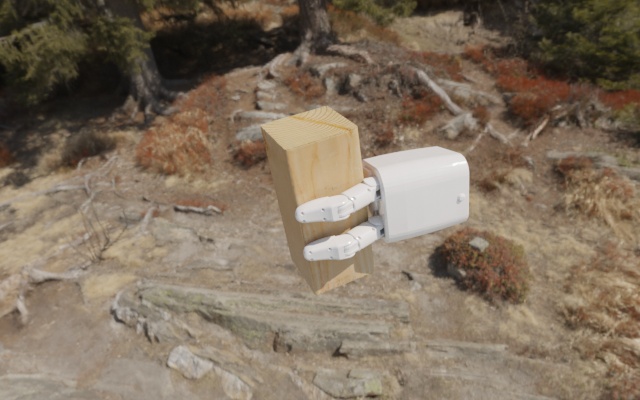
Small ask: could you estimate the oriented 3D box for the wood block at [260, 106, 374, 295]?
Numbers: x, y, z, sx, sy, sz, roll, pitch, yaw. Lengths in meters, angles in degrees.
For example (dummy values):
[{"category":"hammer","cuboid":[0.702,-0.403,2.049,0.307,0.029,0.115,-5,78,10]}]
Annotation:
[{"category":"wood block","cuboid":[0.000,0.002,0.596,0.090,0.206,0.090,-19,32,-15]}]
